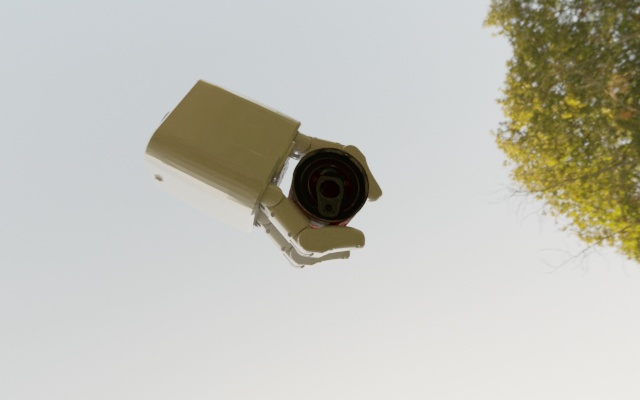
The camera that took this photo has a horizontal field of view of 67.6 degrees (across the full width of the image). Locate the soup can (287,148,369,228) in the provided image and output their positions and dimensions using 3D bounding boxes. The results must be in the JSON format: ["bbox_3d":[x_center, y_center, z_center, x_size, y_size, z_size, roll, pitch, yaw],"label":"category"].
[{"bbox_3d":[0.001,0.002,0.456,0.068,0.068,0.102,0,-19,-11],"label":"soup can"}]
